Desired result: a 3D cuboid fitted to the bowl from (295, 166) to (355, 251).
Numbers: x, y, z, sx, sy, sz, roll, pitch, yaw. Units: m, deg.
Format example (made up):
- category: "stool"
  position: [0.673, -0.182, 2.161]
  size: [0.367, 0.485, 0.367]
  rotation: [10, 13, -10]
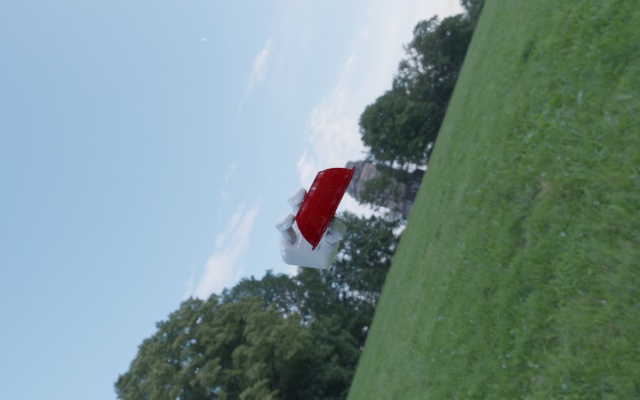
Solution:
- category: "bowl"
  position: [0.000, 0.002, 0.821]
  size: [0.055, 0.162, 0.162]
  rotation: [27, -1, -1]
